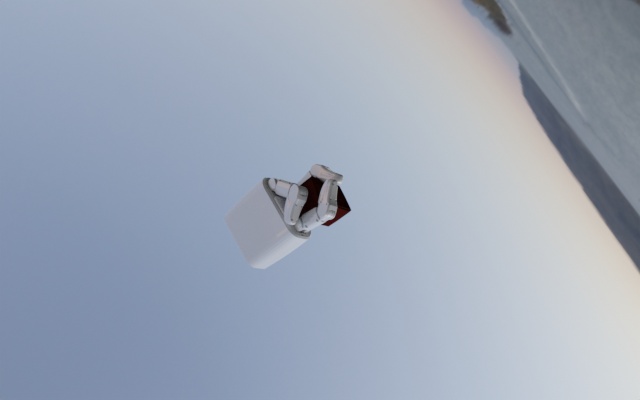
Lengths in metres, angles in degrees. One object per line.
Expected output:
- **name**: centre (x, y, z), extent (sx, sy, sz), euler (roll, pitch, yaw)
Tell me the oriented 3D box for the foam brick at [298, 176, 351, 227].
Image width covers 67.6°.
- **foam brick**: centre (0.000, 0.003, 0.767), extent (0.051, 0.053, 0.078), euler (-39, -33, 26)
